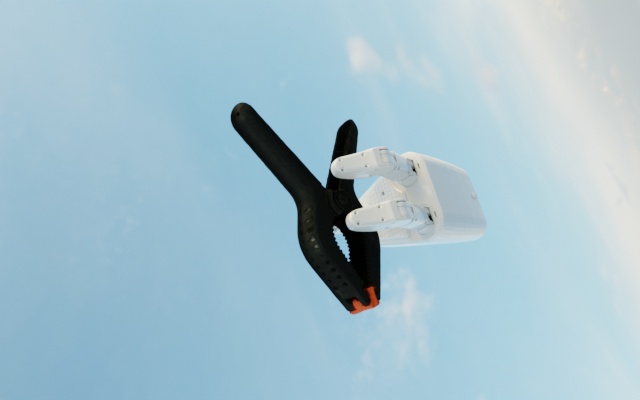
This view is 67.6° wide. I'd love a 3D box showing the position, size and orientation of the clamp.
[{"bbox_3d":[0.000,0.002,0.447,0.164,0.210,0.036,6,-28,-44],"label":"clamp"}]
